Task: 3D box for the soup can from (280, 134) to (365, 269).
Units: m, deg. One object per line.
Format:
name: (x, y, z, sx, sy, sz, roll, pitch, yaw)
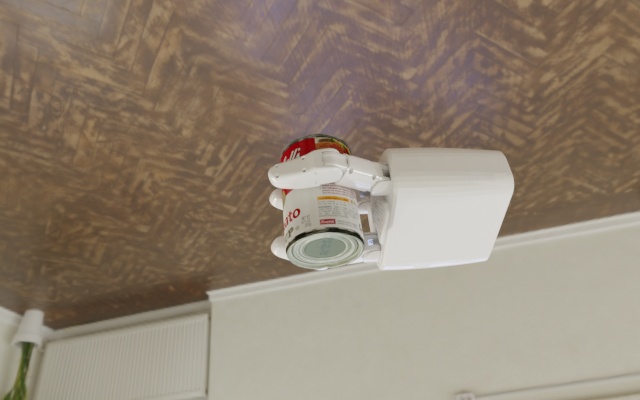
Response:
soup can: (0.000, 0.002, 0.423, 0.068, 0.102, 0.069, -4, -34, -3)
